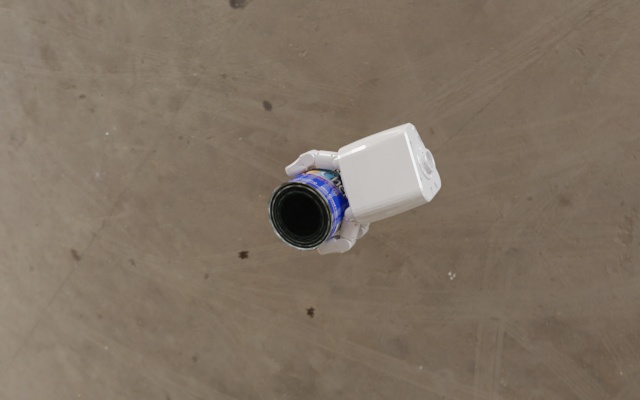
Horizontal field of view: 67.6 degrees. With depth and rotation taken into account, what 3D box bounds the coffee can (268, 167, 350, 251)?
[{"bbox_3d":[0.000,0.002,0.721,0.103,0.103,0.140,0,17,27],"label":"coffee can"}]
